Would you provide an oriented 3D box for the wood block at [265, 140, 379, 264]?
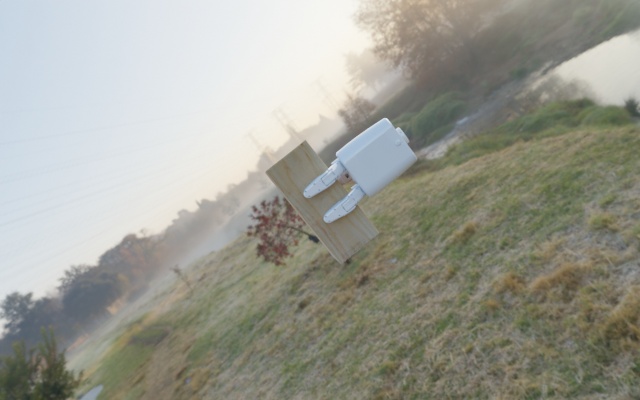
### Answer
[{"bbox_3d":[0.000,0.002,0.857,0.090,0.206,0.091,-39,6,-4],"label":"wood block"}]
